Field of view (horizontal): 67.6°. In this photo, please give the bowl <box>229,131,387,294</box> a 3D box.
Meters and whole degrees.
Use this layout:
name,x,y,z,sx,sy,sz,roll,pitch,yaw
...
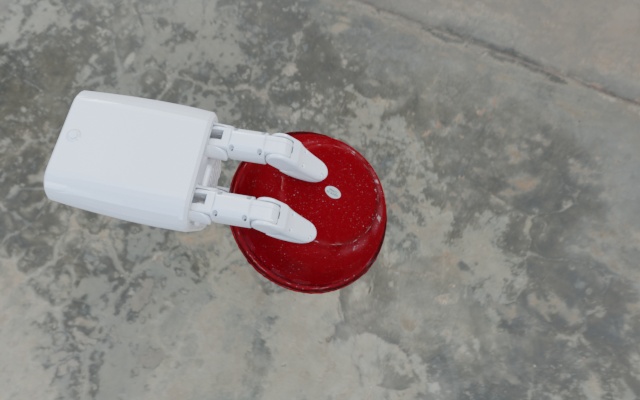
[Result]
name,x,y,z,sx,sy,sz,roll,pitch,yaw
bowl,0.001,0.001,0.437,0.162,0.162,0.055,0,-16,-21
